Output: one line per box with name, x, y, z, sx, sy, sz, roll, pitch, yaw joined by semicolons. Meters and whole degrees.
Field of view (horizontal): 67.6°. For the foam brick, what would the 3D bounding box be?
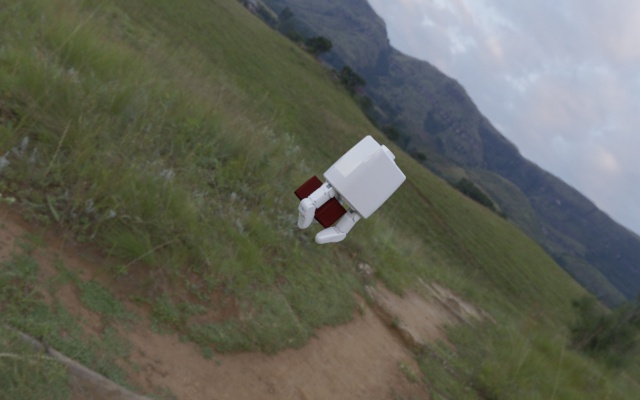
foam brick;0.000;0.003;0.868;0.078;0.051;0.053;49;2;34
